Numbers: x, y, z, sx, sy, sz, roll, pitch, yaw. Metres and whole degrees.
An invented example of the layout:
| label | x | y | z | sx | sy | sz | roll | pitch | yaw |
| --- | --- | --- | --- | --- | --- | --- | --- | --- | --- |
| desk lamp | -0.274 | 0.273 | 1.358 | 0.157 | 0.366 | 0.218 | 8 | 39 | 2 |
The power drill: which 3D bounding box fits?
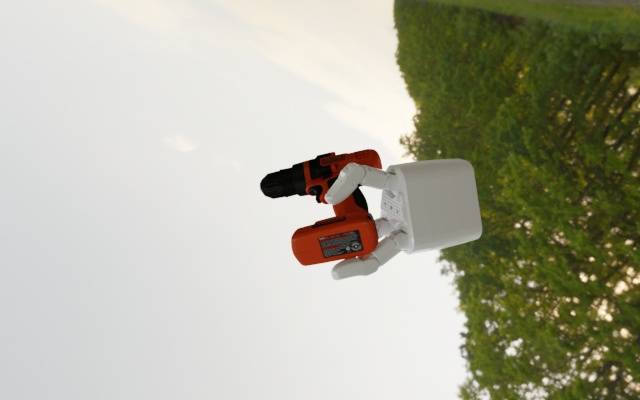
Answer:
| label | x | y | z | sx | sy | sz | roll | pitch | yaw |
| --- | --- | --- | --- | --- | --- | --- | --- | --- | --- |
| power drill | 0.000 | 0.002 | 0.650 | 0.184 | 0.057 | 0.187 | -14 | 37 | 9 |
